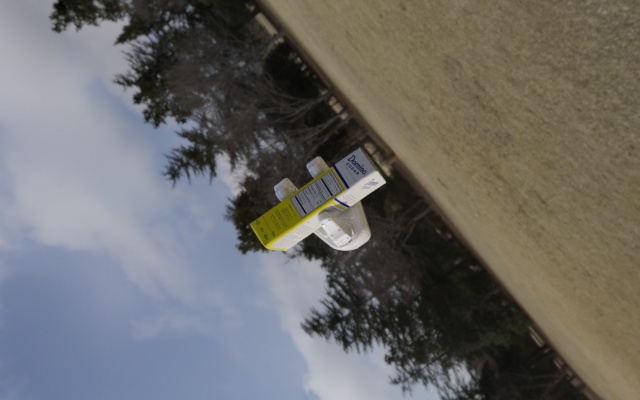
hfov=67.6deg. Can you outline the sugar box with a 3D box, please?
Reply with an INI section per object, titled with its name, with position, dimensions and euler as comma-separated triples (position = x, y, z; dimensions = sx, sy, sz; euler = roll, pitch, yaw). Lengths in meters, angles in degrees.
[sugar box]
position = 0.000, 0.002, 0.644
dimensions = 0.176, 0.048, 0.093
euler = -37, -14, 7
